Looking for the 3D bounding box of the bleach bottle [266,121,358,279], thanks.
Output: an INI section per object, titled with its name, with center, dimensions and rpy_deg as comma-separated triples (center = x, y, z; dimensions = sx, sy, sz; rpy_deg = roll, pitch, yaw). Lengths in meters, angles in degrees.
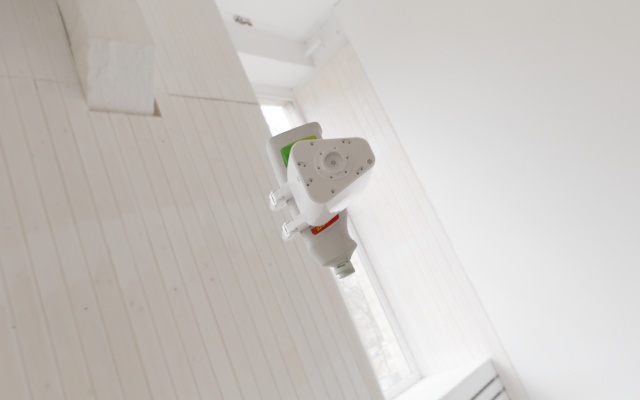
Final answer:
[bleach bottle]
center = 0.000, 0.003, 0.772
dimensions = 0.102, 0.250, 0.068
rpy_deg = -21, -15, -10
